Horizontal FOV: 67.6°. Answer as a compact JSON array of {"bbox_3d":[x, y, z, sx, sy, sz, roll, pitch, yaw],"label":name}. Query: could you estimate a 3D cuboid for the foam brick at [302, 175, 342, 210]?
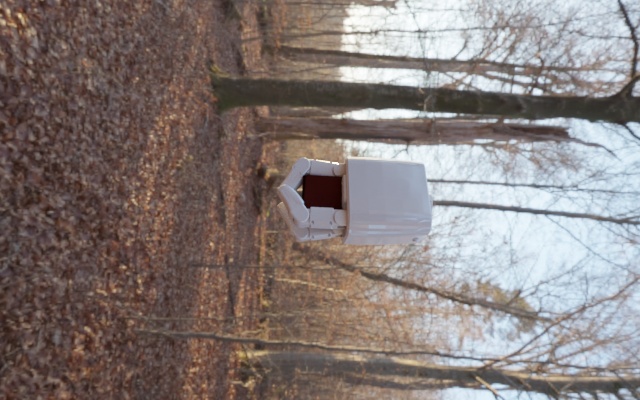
[{"bbox_3d":[0.000,0.002,0.649,0.051,0.053,0.078,2,-15,-2],"label":"foam brick"}]
